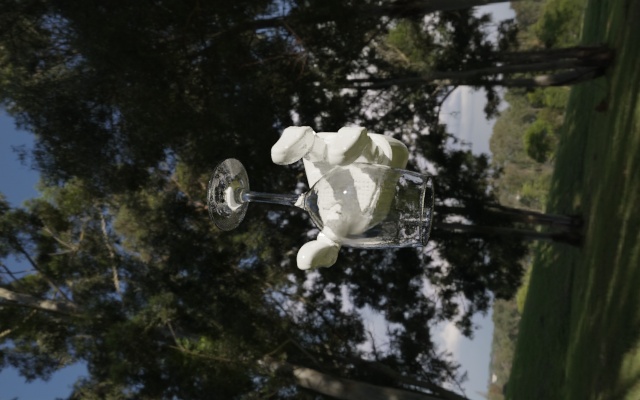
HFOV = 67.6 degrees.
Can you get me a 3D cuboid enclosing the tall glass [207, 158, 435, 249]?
[{"bbox_3d":[-0.001,0.001,0.444,0.201,0.079,0.079,5,2,22],"label":"tall glass"}]
